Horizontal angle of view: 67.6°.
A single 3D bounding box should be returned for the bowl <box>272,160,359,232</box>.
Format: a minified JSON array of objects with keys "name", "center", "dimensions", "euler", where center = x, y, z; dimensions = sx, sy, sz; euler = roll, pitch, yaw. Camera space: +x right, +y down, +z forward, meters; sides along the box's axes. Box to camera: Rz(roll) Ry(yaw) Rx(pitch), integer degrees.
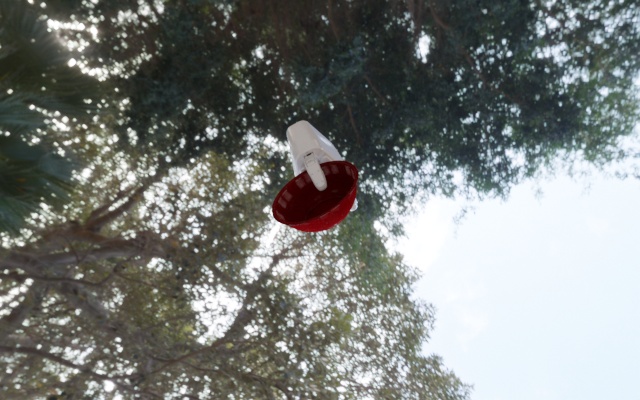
[{"name":"bowl","center":[0.000,0.004,0.809],"dimensions":[0.162,0.055,0.162],"euler":[-22,32,14]}]
